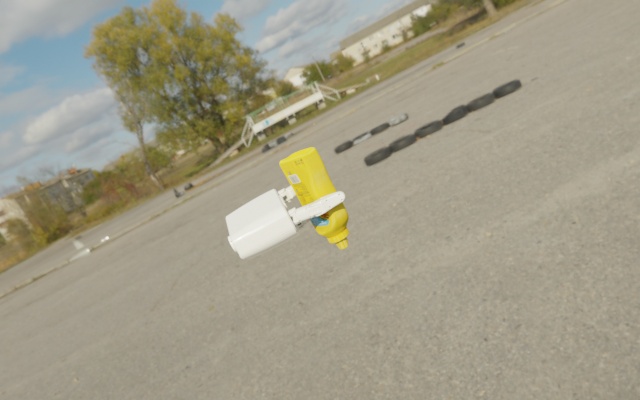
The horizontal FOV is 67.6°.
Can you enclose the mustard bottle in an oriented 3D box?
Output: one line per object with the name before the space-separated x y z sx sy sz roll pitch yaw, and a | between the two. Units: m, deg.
mustard bottle | 0.000 0.002 0.849 0.058 0.192 0.096 -34 14 -28
